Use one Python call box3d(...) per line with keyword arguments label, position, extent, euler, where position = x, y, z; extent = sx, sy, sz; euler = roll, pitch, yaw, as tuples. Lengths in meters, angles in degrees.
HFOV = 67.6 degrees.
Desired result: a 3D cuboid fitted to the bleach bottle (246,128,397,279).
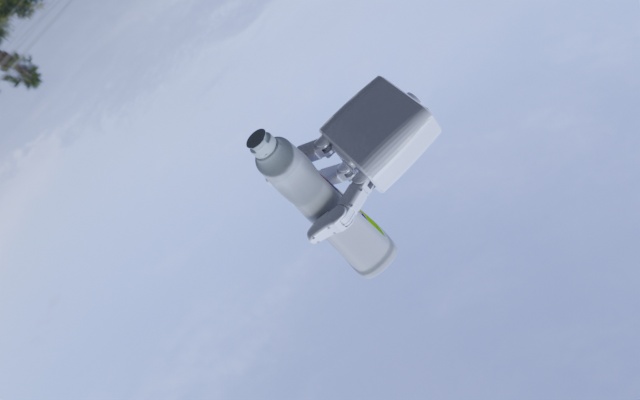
box3d(label="bleach bottle", position=(0.000, 0.002, 0.606), extent=(0.251, 0.068, 0.102), euler=(44, 3, -40))
